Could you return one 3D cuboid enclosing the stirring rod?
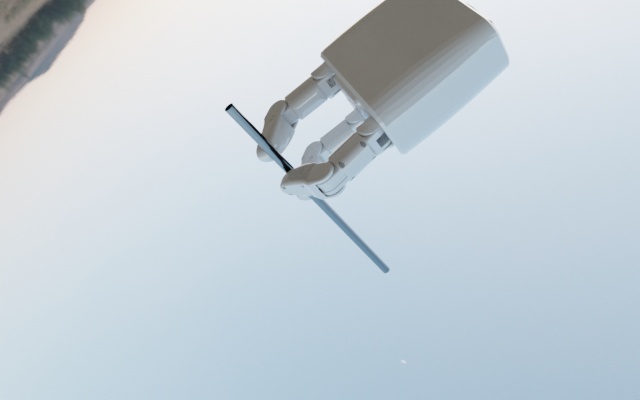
[{"bbox_3d":[0.000,0.001,0.423,0.011,0.011,0.240,0,-36,44],"label":"stirring rod"}]
